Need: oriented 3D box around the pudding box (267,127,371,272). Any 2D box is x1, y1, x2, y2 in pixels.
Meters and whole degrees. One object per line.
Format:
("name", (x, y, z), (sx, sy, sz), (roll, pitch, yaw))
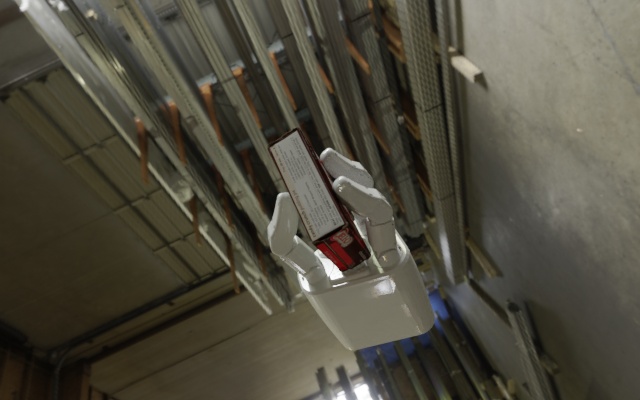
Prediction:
("pudding box", (0.000, 0.002, 0.440), (0.039, 0.113, 0.090), (-30, -29, 3))
